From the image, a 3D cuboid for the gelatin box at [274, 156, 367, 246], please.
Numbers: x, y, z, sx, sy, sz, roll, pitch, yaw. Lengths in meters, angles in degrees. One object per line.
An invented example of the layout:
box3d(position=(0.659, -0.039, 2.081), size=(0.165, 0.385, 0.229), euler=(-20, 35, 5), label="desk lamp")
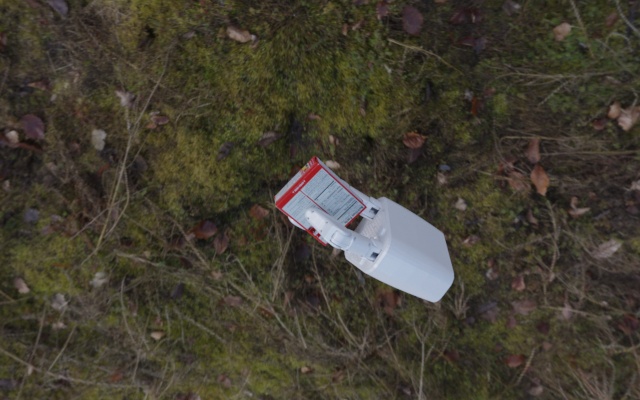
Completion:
box3d(position=(0.000, 0.002, 0.582), size=(0.089, 0.073, 0.030), euler=(40, 12, -25), label="gelatin box")
